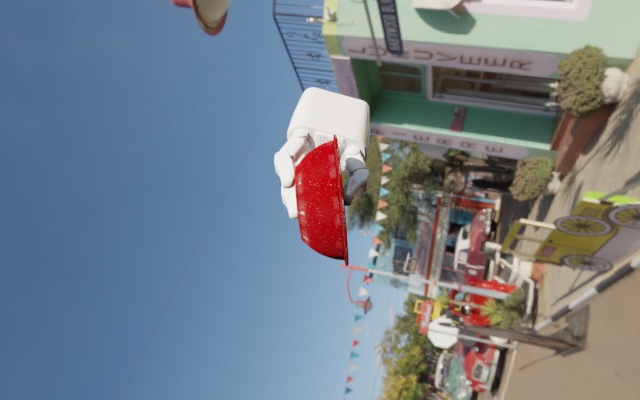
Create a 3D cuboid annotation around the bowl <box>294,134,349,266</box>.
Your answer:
[{"bbox_3d":[0.000,0.003,0.586,0.055,0.162,0.162,-6,0,0],"label":"bowl"}]
